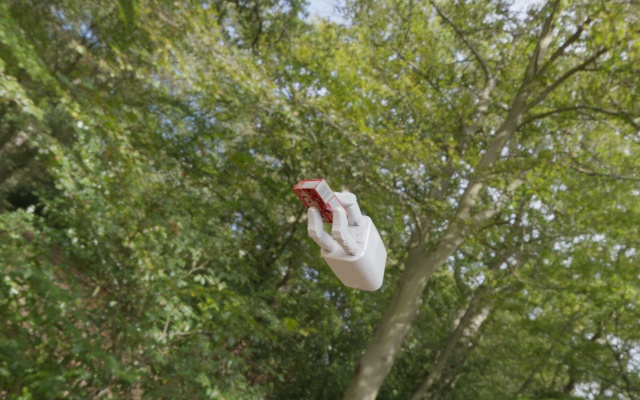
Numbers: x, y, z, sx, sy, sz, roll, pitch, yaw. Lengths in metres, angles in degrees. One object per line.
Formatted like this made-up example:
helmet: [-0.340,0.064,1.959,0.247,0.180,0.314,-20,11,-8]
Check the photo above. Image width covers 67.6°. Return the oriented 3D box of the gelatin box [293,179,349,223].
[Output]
gelatin box: [0.000,0.002,0.878,0.030,0.089,0.073,-48,26,-25]
